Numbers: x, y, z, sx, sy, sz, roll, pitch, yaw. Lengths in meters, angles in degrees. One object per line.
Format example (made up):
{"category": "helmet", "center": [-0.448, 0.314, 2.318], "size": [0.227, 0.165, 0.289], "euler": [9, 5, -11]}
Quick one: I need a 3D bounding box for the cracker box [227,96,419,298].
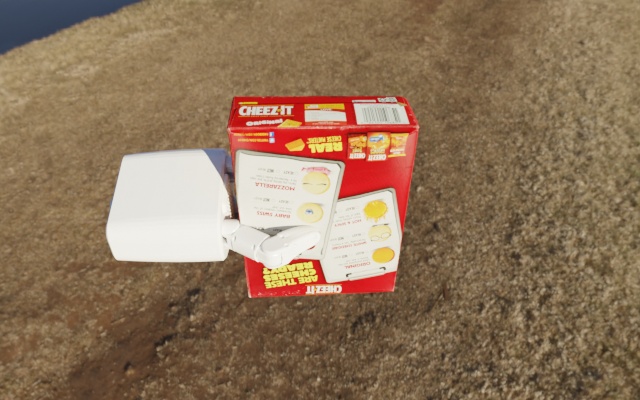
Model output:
{"category": "cracker box", "center": [0.000, 0.002, 0.487], "size": [0.164, 0.214, 0.072], "euler": [-2, 39, -2]}
